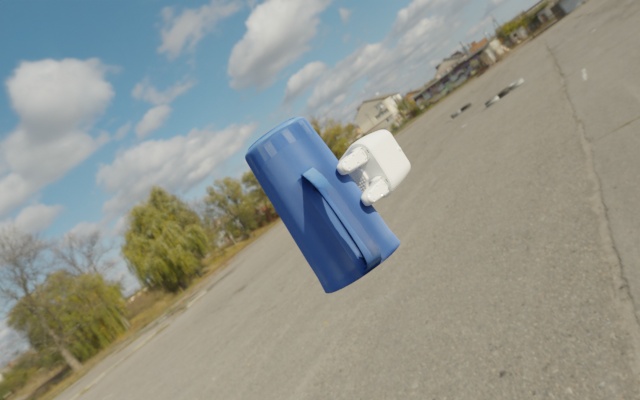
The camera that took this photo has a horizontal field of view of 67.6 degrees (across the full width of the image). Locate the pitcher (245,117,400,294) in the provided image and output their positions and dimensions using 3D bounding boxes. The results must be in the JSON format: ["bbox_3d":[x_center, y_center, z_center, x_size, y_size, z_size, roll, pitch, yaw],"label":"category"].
[{"bbox_3d":[0.000,0.002,0.692,0.149,0.243,0.145,-34,2,36],"label":"pitcher"}]
